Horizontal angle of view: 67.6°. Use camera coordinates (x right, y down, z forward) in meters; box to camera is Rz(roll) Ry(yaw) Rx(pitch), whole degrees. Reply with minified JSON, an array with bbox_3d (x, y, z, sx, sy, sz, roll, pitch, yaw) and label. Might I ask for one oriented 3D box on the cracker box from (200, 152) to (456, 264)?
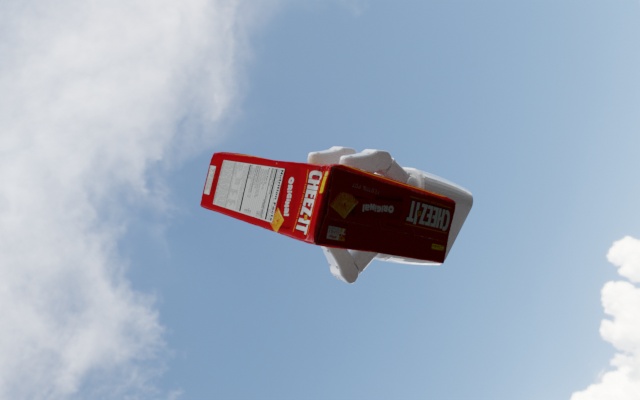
[{"bbox_3d":[0.000,0.002,0.490,0.164,0.072,0.213,12,0,-38],"label":"cracker box"}]
